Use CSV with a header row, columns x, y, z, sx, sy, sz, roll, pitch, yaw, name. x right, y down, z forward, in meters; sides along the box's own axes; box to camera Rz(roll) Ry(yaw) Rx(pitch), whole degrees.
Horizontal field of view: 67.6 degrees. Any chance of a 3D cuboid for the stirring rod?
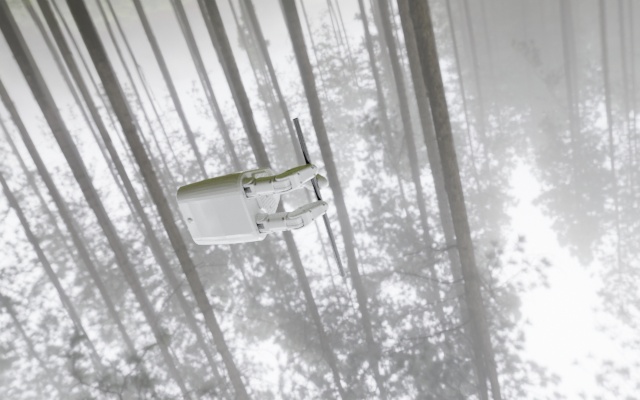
x,y,z,sx,sy,sz,roll,pitch,yaw,name
0.000,0.002,0.657,0.011,0.240,0.011,-15,21,6,stirring rod
